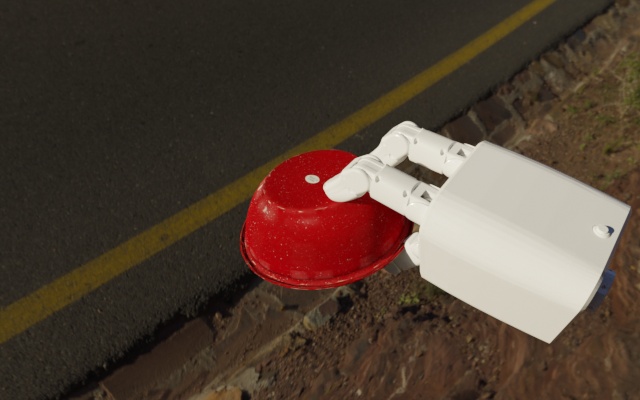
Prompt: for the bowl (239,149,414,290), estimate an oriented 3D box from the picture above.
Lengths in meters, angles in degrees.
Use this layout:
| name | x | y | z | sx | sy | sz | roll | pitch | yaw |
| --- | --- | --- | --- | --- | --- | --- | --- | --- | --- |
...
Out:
| name | x | y | z | sx | sy | sz | roll | pitch | yaw |
| --- | --- | --- | --- | --- | --- | --- | --- | --- | --- |
| bowl | -0.001 | 0.001 | 0.426 | 0.162 | 0.055 | 0.162 | -8 | 37 | 6 |
